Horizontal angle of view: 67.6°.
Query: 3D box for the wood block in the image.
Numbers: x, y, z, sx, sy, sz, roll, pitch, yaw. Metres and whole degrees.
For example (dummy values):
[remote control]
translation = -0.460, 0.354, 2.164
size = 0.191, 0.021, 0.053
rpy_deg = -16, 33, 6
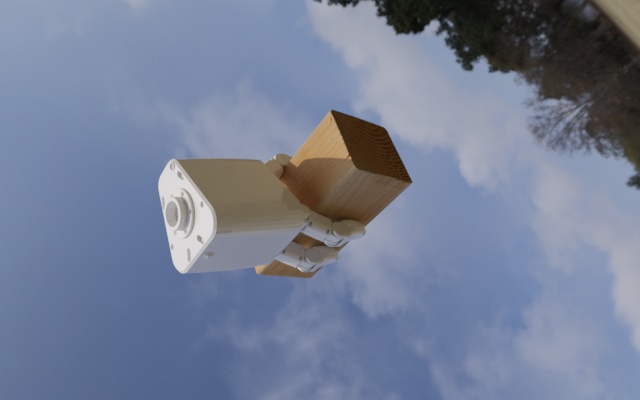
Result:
[wood block]
translation = 0.000, 0.002, 0.582
size = 0.090, 0.090, 0.206
rpy_deg = 11, -44, -37
